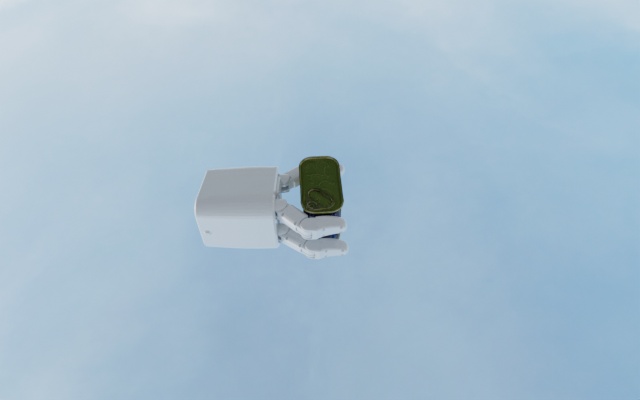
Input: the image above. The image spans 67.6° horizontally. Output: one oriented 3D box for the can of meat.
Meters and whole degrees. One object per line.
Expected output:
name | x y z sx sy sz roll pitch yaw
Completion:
can of meat | 0.000 0.002 0.678 0.057 0.102 0.084 -3 -39 -3
